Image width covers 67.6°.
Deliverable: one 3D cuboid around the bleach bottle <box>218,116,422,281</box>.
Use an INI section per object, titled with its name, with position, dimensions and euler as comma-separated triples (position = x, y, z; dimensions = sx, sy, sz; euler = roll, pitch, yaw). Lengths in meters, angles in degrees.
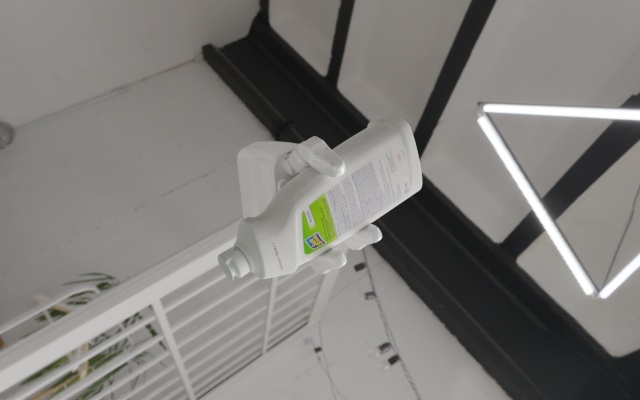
[bleach bottle]
position = 0.000, 0.002, 0.521
dimensions = 0.250, 0.103, 0.068
euler = -31, 26, -26
